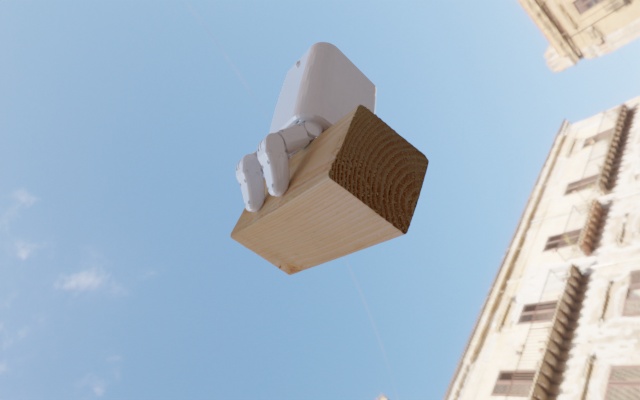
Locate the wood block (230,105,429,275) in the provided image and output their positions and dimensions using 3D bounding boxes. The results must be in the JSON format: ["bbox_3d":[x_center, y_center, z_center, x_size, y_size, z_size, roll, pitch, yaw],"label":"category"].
[{"bbox_3d":[0.000,0.002,0.495,0.091,0.090,0.206,35,-33,-18],"label":"wood block"}]
